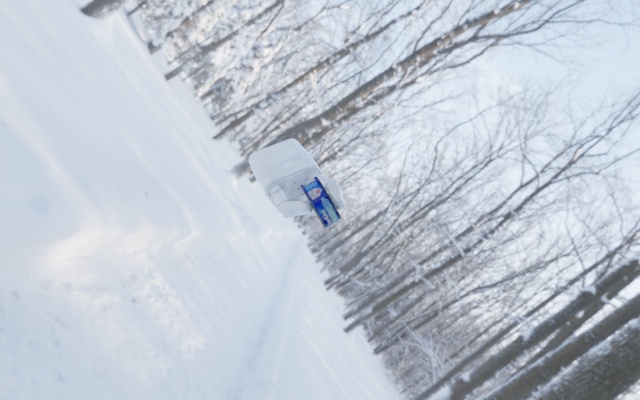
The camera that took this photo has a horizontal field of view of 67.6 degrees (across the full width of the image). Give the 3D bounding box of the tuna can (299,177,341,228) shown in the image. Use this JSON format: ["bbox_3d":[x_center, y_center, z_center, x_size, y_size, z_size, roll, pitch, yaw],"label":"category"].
[{"bbox_3d":[0.001,0.002,0.812,0.034,0.086,0.086,-30,1,-1],"label":"tuna can"}]
